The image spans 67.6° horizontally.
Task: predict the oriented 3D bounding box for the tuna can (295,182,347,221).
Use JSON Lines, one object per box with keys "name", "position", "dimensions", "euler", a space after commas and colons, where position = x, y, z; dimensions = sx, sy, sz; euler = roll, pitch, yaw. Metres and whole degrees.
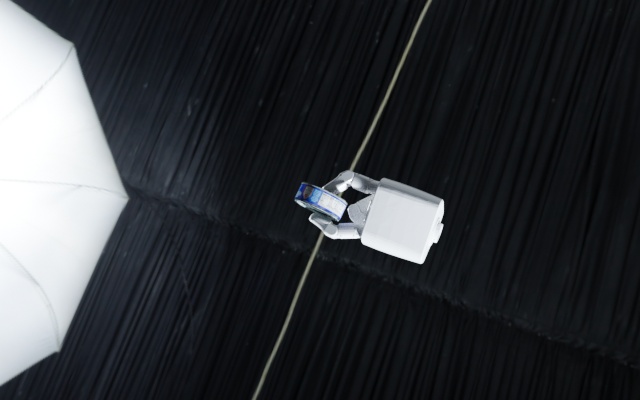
{"name": "tuna can", "position": [0.000, 0.003, 0.808], "dimensions": [0.086, 0.033, 0.086], "euler": [25, -7, 3]}
